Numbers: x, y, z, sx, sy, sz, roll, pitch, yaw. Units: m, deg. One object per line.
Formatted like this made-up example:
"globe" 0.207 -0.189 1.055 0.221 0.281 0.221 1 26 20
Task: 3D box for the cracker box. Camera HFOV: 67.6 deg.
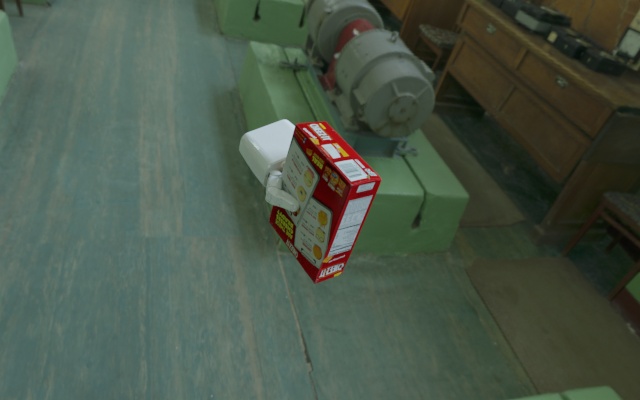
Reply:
"cracker box" 0.000 0.002 0.793 0.072 0.214 0.164 -12 46 -34
